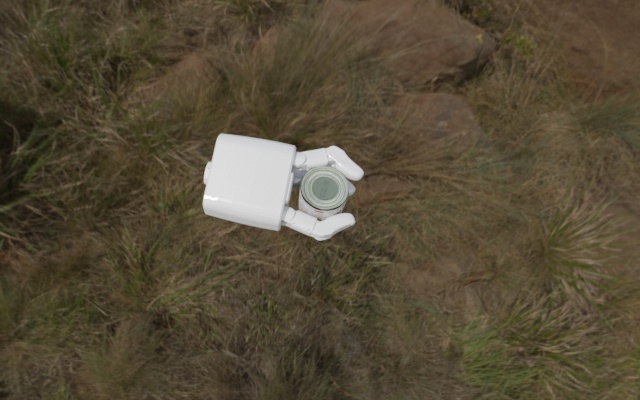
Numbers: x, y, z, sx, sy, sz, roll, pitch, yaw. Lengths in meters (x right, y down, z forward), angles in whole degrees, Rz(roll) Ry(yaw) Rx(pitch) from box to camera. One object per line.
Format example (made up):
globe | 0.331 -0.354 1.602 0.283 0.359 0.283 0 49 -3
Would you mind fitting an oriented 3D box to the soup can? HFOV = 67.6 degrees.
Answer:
soup can | 0.001 0.002 0.680 0.068 0.068 0.102 0 -24 -7
